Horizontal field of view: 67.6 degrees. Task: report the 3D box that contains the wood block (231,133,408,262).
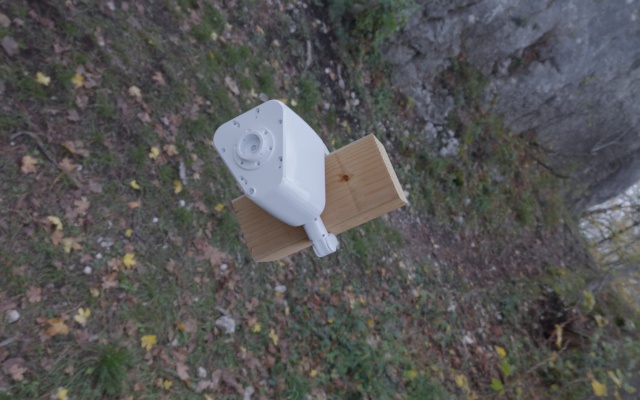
[{"bbox_3d":[0.000,0.002,0.641,0.206,0.091,0.090,-24,-11,14],"label":"wood block"}]
